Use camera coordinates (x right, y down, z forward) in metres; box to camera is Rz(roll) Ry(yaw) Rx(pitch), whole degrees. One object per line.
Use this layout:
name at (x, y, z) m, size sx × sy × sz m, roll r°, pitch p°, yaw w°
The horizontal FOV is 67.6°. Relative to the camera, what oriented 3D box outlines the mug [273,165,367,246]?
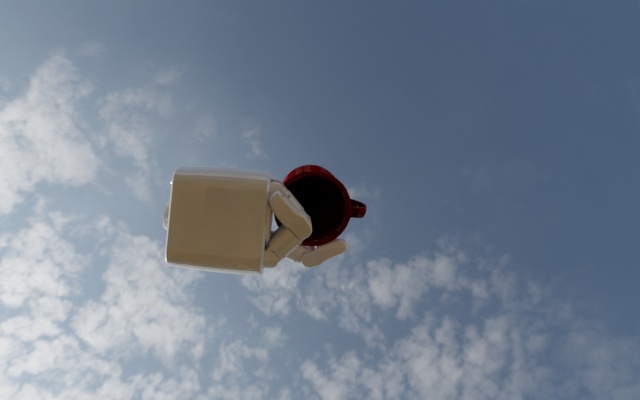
mug at (0.002, 0.002, 0.604) m, size 0.117 × 0.093 × 0.081 m, roll 6°, pitch 14°, yaw -5°
